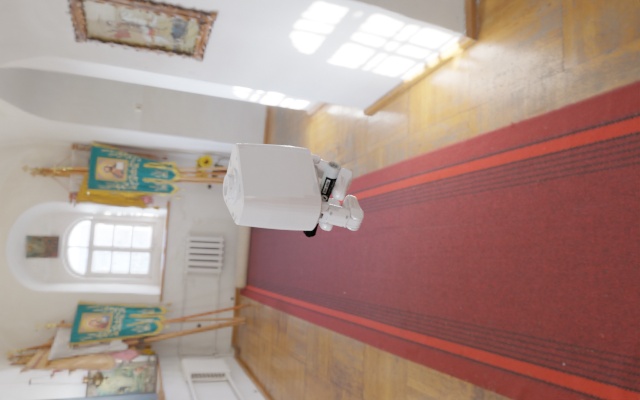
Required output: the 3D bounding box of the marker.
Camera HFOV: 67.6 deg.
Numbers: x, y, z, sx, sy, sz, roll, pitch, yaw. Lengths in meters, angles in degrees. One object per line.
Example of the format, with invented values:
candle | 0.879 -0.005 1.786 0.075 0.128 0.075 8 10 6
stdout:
marker | 0.000 0.002 0.647 0.020 0.121 0.020 14 33 -10
